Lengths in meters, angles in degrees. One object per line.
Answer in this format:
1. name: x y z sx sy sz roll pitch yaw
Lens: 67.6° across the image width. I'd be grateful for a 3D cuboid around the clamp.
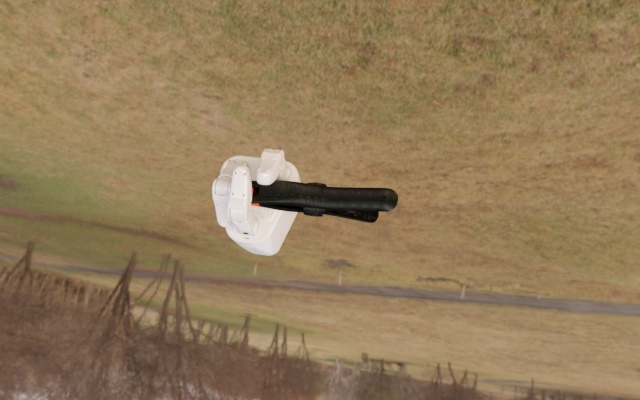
1. clamp: 0.000 0.002 0.556 0.171 0.039 0.120 7 -16 6
